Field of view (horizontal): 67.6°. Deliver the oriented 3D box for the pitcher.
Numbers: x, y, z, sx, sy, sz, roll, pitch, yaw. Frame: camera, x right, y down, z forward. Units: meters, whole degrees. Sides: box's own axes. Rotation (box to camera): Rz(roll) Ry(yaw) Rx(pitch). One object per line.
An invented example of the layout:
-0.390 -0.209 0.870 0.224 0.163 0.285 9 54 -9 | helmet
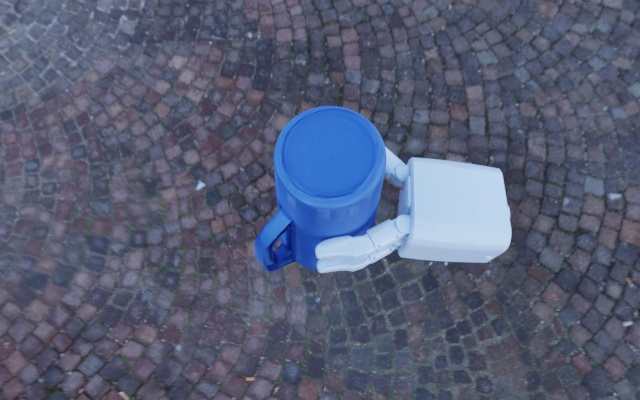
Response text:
0.000 0.002 0.555 0.145 0.149 0.243 7 -19 2 | pitcher
